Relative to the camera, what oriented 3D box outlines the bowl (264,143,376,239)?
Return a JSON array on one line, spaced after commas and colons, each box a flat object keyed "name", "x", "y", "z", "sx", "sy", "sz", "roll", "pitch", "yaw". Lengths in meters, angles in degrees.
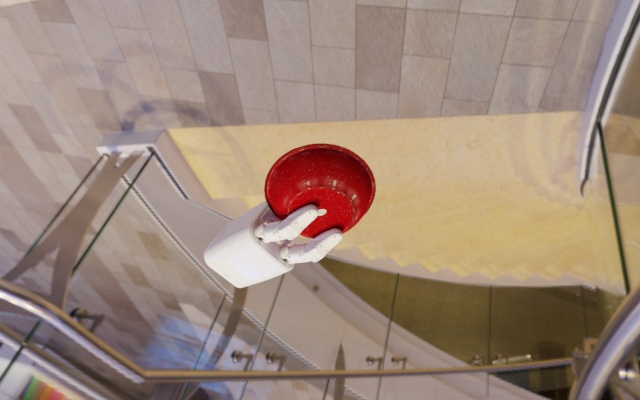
[{"name": "bowl", "x": 0.001, "y": 0.002, "z": 0.669, "sx": 0.162, "sy": 0.162, "sz": 0.055, "roll": 0, "pitch": 38, "yaw": -2}]
